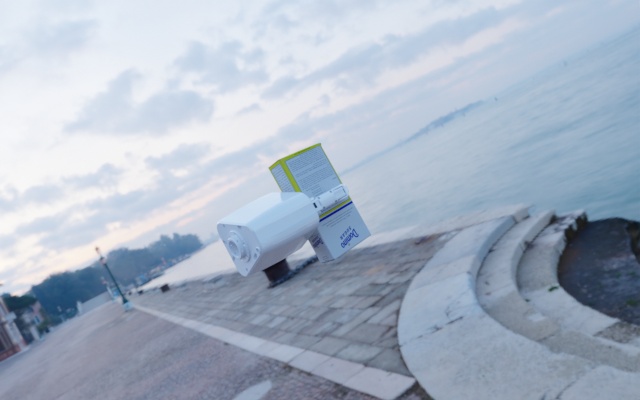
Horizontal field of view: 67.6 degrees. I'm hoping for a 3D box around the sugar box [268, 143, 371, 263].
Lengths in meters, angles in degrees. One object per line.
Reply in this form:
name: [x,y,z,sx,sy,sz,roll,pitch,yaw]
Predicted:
sugar box: [0.000,0.003,0.765,0.093,0.176,0.048,-28,2,-37]
